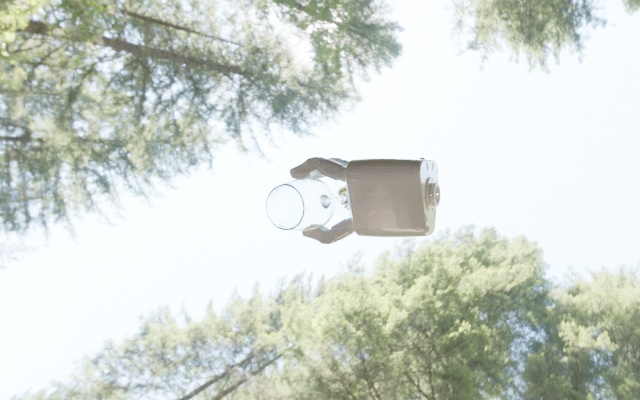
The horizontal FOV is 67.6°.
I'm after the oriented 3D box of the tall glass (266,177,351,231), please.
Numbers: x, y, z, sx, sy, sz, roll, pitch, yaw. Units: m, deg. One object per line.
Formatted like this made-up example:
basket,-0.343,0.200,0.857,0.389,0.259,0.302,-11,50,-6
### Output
tall glass,0.000,0.002,0.721,0.079,0.079,0.201,0,4,29
